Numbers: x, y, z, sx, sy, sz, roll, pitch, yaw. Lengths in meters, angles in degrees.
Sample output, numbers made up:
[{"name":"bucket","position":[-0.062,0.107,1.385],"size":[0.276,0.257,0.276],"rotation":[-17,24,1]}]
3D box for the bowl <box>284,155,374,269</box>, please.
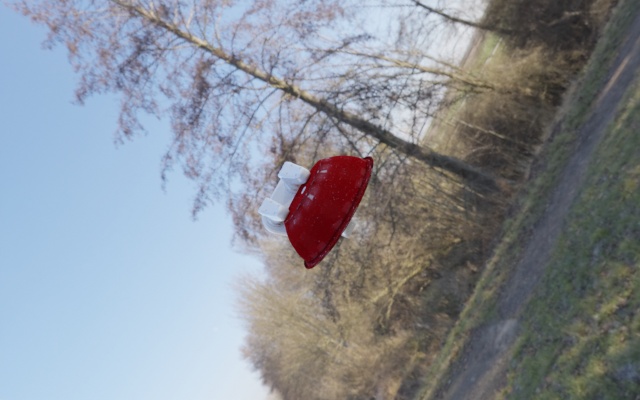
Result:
[{"name":"bowl","position":[0.000,0.001,0.594],"size":[0.055,0.162,0.162],"rotation":[30,-6,-9]}]
